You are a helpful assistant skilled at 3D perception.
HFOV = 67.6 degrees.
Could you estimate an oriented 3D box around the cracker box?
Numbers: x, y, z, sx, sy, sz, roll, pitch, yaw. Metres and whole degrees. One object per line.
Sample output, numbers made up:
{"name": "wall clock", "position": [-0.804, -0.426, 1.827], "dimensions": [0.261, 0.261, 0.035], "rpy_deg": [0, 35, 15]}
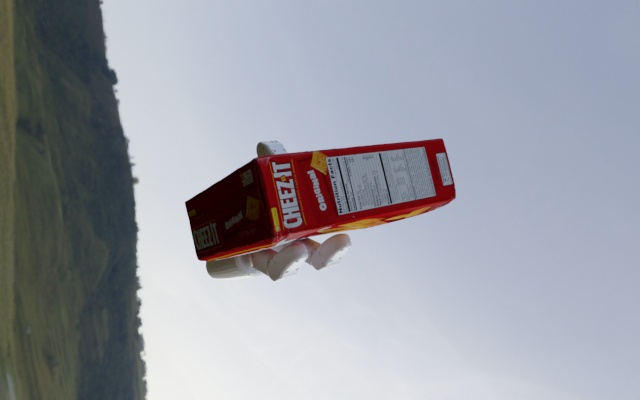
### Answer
{"name": "cracker box", "position": [0.000, 0.001, 0.471], "dimensions": [0.213, 0.072, 0.164], "rpy_deg": [-10, -6, -35]}
